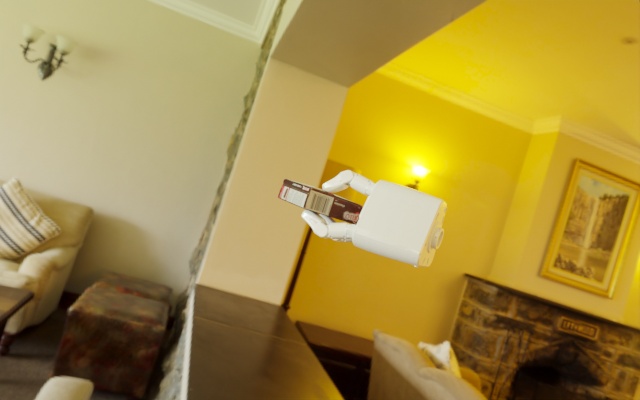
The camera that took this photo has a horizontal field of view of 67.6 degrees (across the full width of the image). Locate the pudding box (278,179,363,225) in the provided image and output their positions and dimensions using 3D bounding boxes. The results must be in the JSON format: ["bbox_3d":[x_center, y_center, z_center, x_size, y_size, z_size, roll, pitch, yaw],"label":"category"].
[{"bbox_3d":[0.000,0.002,0.790,0.113,0.039,0.090,21,-1,-35],"label":"pudding box"}]
